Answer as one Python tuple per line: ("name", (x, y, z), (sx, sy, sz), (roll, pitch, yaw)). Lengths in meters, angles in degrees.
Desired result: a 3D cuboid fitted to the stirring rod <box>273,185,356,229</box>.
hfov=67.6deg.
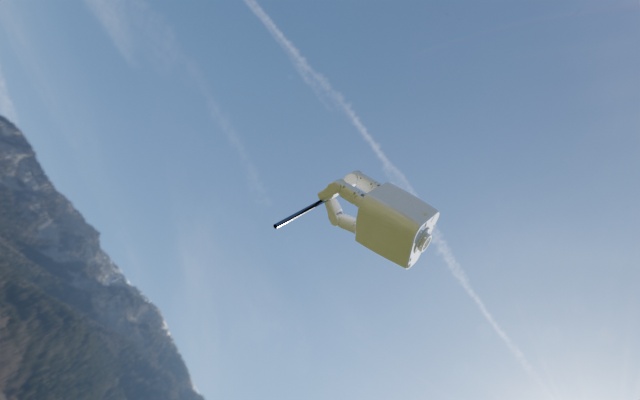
("stirring rod", (0.000, 0.003, 0.836), (0.011, 0.011, 0.239), (0, 18, 38))
